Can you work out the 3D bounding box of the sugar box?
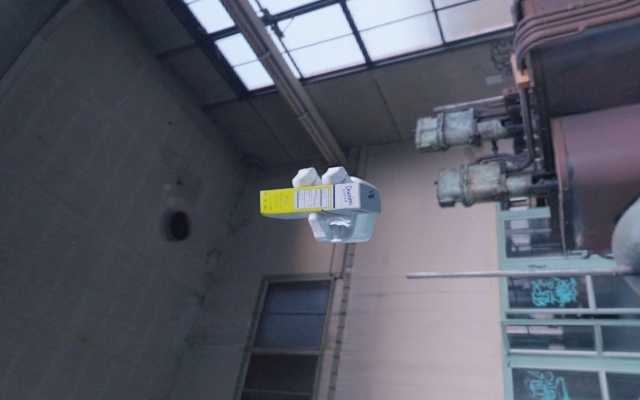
[{"bbox_3d":[0.000,0.002,0.774,0.176,0.048,0.093,-7,-9,26],"label":"sugar box"}]
